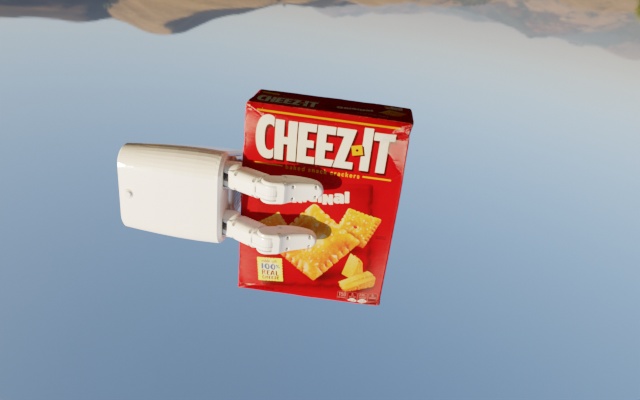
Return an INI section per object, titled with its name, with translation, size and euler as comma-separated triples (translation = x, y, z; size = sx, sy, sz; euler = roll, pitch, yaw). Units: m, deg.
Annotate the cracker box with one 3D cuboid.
[cracker box]
translation = 0.000, 0.002, 0.515
size = 0.164, 0.214, 0.072
euler = 8, 24, 3
